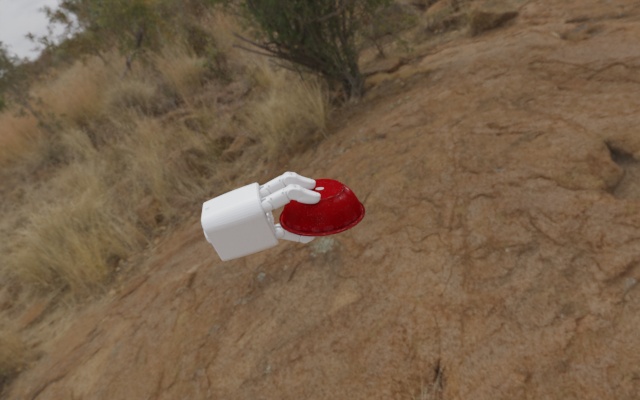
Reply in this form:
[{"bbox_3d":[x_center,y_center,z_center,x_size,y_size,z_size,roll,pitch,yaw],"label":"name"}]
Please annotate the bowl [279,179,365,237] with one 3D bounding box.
[{"bbox_3d":[0.001,0.002,0.877,0.162,0.055,0.162,-5,26,3],"label":"bowl"}]
